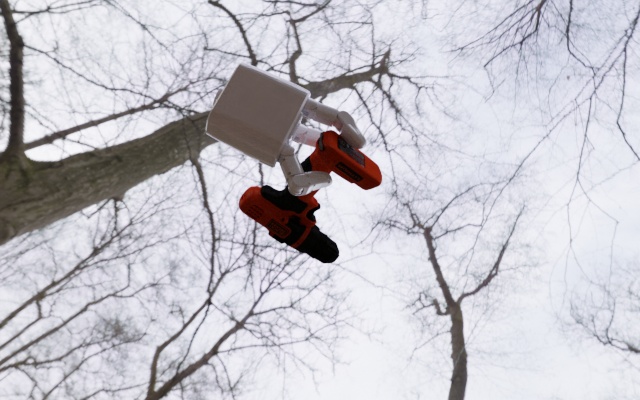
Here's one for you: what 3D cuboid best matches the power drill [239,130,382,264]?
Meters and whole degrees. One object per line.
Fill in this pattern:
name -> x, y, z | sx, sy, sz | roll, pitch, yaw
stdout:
power drill -> 0.000, 0.002, 0.702 | 0.184, 0.188, 0.057 | 35, 29, -23
